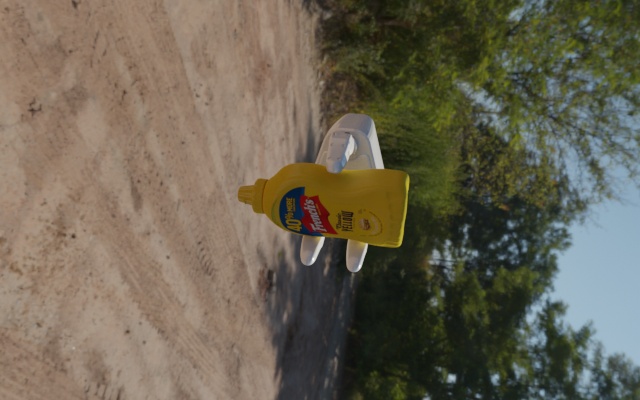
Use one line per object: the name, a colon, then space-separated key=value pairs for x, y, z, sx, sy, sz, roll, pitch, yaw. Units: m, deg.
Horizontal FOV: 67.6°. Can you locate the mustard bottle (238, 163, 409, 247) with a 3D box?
mustard bottle: x=0.000 y=0.002 z=0.541 sx=0.191 sy=0.058 sz=0.096 roll=6 pitch=-42 yaw=9
